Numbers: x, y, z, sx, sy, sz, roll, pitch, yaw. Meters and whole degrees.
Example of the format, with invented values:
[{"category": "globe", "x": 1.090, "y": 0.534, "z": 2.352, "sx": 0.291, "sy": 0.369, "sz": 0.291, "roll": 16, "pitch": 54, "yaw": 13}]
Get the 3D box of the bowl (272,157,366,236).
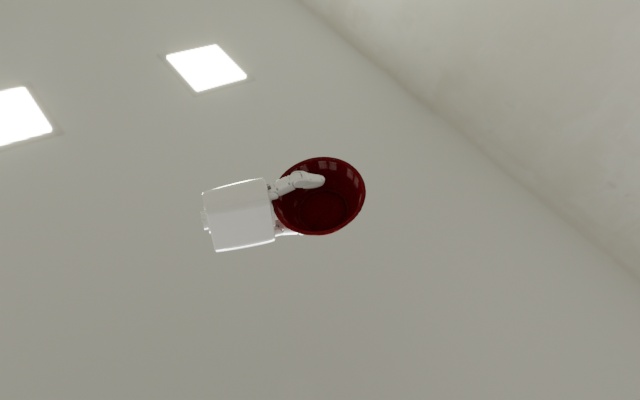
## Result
[{"category": "bowl", "x": 0.002, "y": 0.003, "z": 0.830, "sx": 0.162, "sy": 0.162, "sz": 0.055, "roll": 0, "pitch": -34, "yaw": 11}]
